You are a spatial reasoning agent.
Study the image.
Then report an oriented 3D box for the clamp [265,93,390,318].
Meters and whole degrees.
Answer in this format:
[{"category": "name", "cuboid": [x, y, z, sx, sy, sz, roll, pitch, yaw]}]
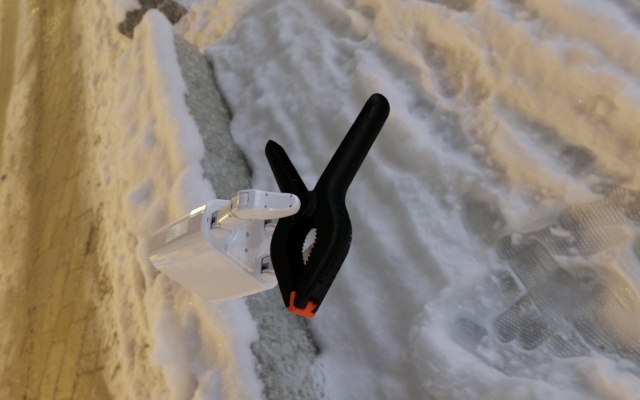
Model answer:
[{"category": "clamp", "cuboid": [-0.001, 0.002, 0.454, 0.164, 0.209, 0.036, -24, -37, 38]}]
